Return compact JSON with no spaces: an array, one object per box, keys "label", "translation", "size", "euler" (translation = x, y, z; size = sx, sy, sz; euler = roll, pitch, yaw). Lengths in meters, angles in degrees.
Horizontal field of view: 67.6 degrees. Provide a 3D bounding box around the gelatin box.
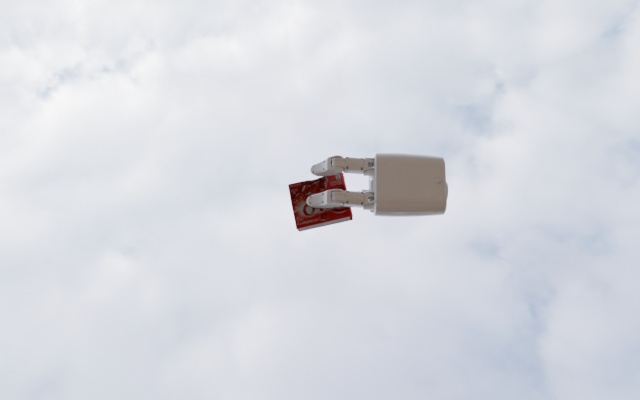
[{"label":"gelatin box","translation":[0.000,0.003,0.743],"size":[0.089,0.073,0.030],"euler":[-13,-16,3]}]
